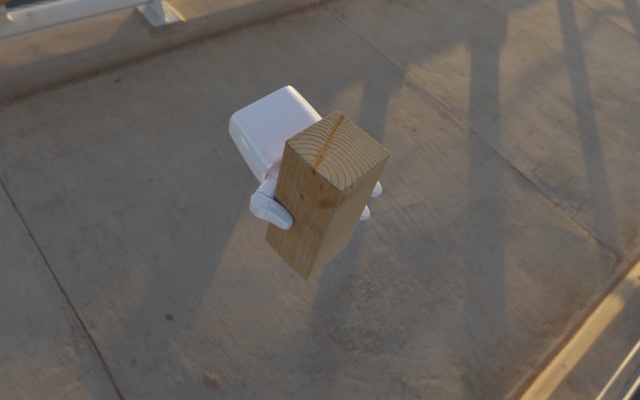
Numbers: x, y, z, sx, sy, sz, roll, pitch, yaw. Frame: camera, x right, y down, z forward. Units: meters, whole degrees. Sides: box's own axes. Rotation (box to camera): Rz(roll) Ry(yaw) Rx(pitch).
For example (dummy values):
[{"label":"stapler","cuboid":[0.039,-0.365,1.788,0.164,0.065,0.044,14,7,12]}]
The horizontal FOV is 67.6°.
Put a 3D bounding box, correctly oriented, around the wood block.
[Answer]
[{"label":"wood block","cuboid":[0.000,0.002,0.612,0.090,0.090,0.206,-36,-21,-32]}]
